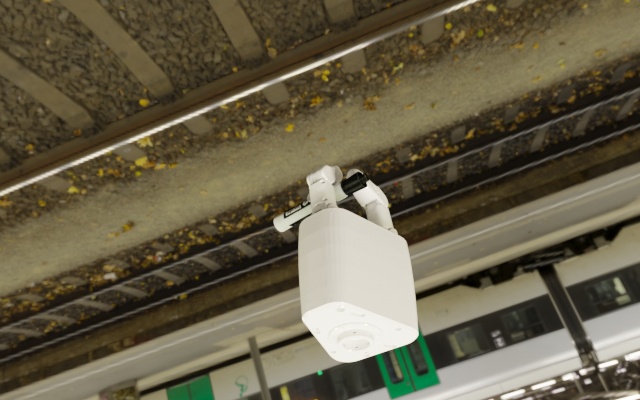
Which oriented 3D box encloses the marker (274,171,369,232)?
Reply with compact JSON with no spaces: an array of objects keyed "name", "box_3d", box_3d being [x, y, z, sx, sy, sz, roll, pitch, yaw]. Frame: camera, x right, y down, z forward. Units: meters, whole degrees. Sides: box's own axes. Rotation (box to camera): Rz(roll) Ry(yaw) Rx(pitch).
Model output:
[{"name":"marker","box_3d":[0.000,0.002,0.515,0.121,0.020,0.020,-28,-14,26]}]
